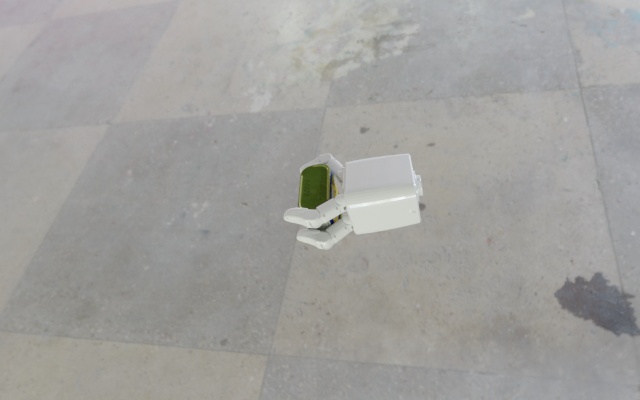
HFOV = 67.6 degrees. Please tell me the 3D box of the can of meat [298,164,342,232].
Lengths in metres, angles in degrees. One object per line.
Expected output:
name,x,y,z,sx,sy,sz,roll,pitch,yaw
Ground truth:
can of meat,0.000,0.002,0.791,0.057,0.102,0.084,-7,-38,12
